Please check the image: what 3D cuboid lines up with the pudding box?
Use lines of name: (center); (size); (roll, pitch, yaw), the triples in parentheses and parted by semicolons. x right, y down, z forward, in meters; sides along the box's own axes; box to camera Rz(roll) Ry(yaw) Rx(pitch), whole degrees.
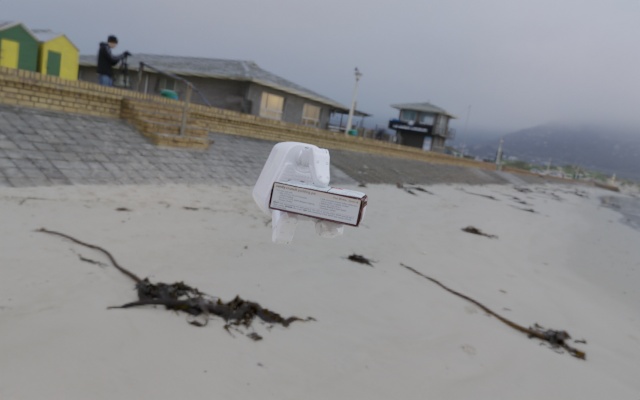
pudding box: (0.000, 0.002, 0.601); (0.113, 0.039, 0.090); (10, 5, 8)
